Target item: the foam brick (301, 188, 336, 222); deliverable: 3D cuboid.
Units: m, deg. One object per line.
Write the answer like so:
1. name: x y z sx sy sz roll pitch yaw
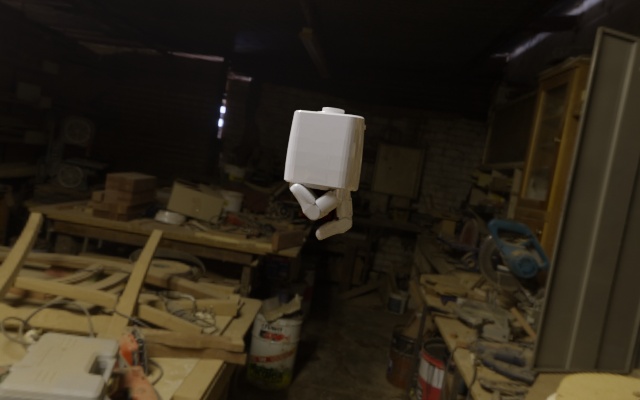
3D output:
1. foam brick: 0.000 0.003 0.773 0.053 0.051 0.078 6 5 4
